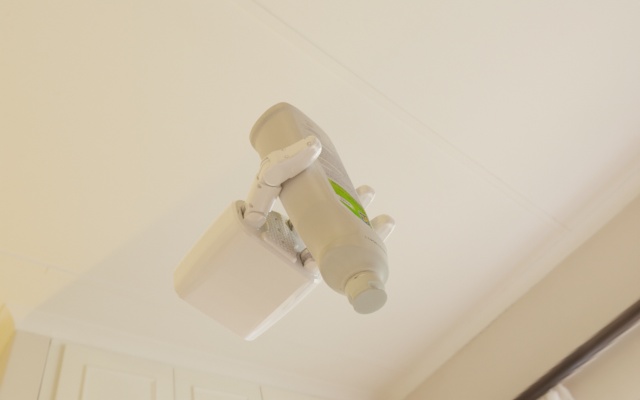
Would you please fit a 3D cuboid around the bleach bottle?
[{"bbox_3d":[0.000,0.001,0.457,0.103,0.068,0.250,34,20,-35],"label":"bleach bottle"}]
